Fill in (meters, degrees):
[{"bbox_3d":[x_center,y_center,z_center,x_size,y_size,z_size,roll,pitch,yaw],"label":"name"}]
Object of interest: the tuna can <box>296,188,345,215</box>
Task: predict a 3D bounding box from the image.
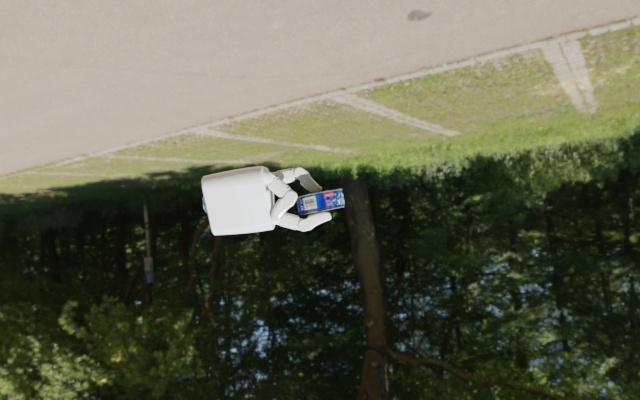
[{"bbox_3d":[0.000,0.003,0.855,0.086,0.034,0.086,-10,-2,0],"label":"tuna can"}]
